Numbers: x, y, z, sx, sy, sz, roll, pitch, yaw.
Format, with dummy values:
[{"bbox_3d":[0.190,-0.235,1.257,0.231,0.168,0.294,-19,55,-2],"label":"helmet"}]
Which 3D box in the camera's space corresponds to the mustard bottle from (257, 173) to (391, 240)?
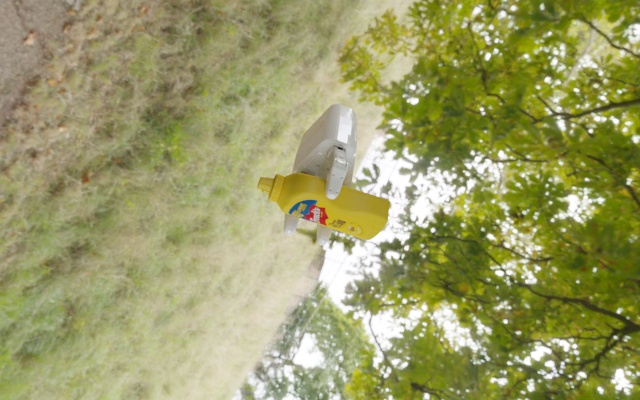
[{"bbox_3d":[0.000,0.003,0.709,0.191,0.058,0.096,18,-24,-10],"label":"mustard bottle"}]
